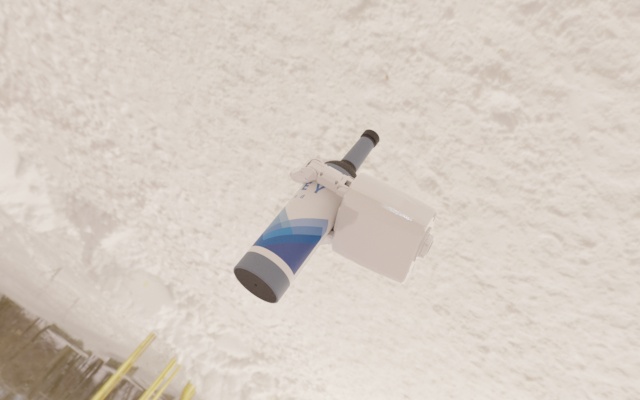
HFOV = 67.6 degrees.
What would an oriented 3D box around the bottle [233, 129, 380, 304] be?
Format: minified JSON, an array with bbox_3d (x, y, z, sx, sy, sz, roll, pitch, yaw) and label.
[{"bbox_3d":[0.000,0.002,0.642,0.069,0.069,0.295,0,42,45],"label":"bottle"}]
